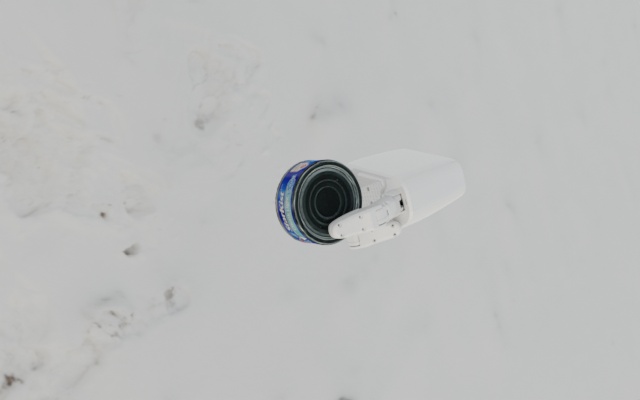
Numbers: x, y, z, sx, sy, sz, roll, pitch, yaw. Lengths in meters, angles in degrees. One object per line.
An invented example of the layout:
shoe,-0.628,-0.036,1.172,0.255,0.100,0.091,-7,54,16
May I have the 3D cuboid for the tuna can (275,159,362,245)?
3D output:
tuna can,0.000,0.002,0.477,0.086,0.086,0.034,0,1,-34
